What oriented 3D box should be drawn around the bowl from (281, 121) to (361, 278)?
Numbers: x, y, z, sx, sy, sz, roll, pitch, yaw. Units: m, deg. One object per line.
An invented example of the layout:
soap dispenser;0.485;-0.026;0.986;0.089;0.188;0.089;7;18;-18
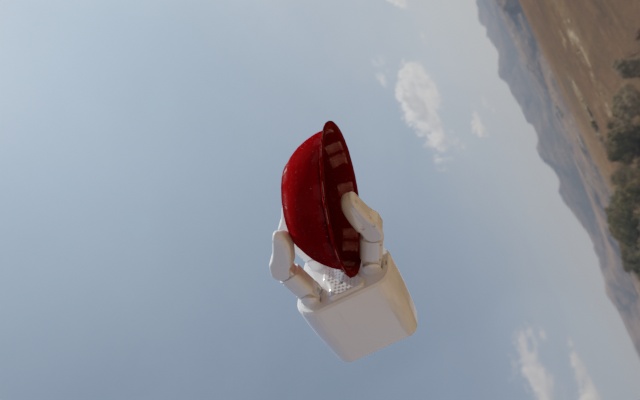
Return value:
bowl;-0.001;0.000;0.497;0.055;0.162;0.162;-8;-2;15
